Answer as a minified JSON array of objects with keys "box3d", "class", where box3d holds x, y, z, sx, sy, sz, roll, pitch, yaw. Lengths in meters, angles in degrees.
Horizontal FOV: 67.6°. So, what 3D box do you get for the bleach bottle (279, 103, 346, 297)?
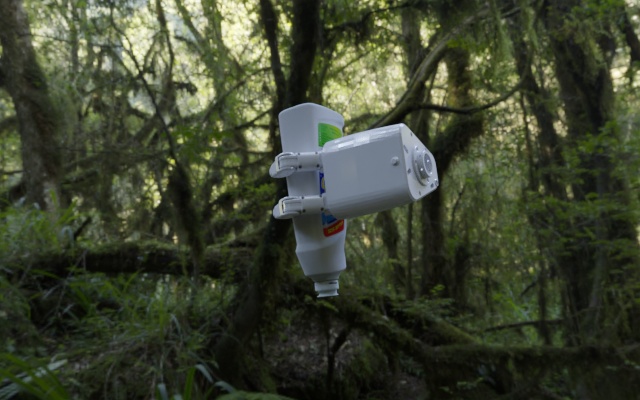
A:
[{"box3d":[0.000,0.002,0.648,0.068,0.250,0.102,-12,-11,31],"class":"bleach bottle"}]
